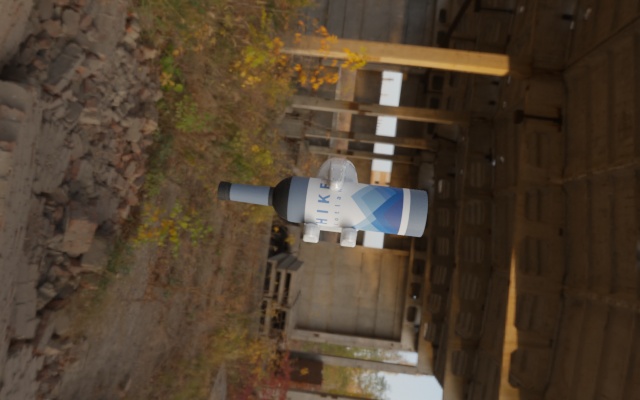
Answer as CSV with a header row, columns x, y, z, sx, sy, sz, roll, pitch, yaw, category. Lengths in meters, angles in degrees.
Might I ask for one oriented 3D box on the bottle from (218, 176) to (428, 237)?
x,y,z,sx,sy,sz,roll,pitch,yaw,category
0.000,0.002,0.687,0.296,0.069,0.069,7,0,2,bottle
